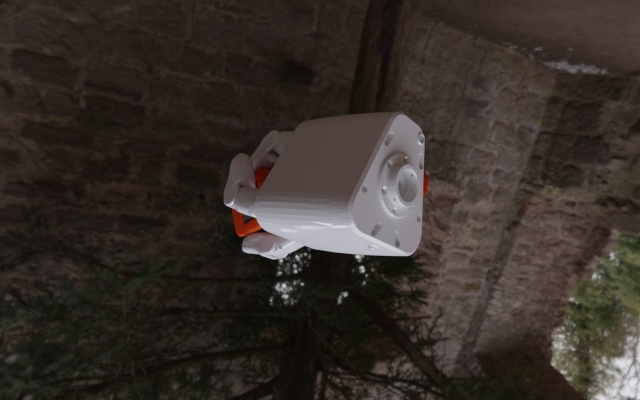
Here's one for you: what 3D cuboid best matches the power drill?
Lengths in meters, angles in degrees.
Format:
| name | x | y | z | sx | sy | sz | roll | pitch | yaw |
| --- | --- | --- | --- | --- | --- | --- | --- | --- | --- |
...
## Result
| name | x | y | z | sx | sy | sz | roll | pitch | yaw |
| --- | --- | --- | --- | --- | --- | --- | --- | --- | --- |
| power drill | 0.000 | 0.002 | 0.541 | 0.187 | 0.057 | 0.184 | -5 | -14 | -28 |
